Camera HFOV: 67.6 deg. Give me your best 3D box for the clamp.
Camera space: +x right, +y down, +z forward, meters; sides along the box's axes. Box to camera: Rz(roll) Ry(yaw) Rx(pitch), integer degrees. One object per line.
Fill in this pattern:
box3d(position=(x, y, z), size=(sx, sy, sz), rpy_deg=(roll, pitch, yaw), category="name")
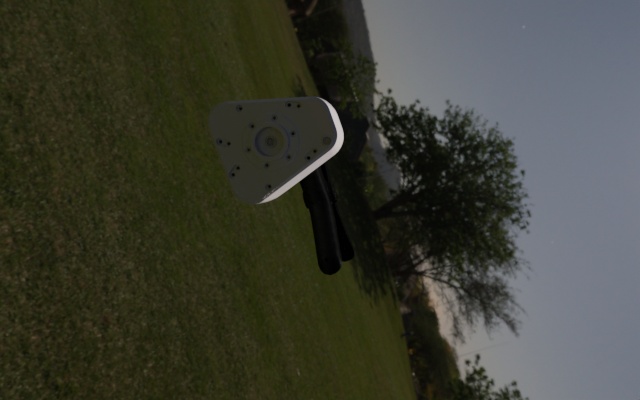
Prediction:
box3d(position=(0.001, 0.001, 0.536), size=(0.039, 0.171, 0.120), rpy_deg=(-19, 5, 6), category="clamp")
